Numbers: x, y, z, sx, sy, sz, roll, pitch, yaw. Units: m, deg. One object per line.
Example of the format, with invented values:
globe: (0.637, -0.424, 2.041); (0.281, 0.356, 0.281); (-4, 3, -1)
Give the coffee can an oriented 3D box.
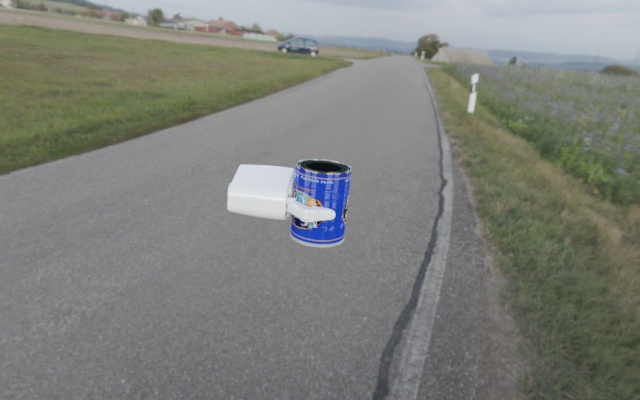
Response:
coffee can: (0.000, 0.003, 0.879); (0.103, 0.140, 0.102); (5, 18, -2)
